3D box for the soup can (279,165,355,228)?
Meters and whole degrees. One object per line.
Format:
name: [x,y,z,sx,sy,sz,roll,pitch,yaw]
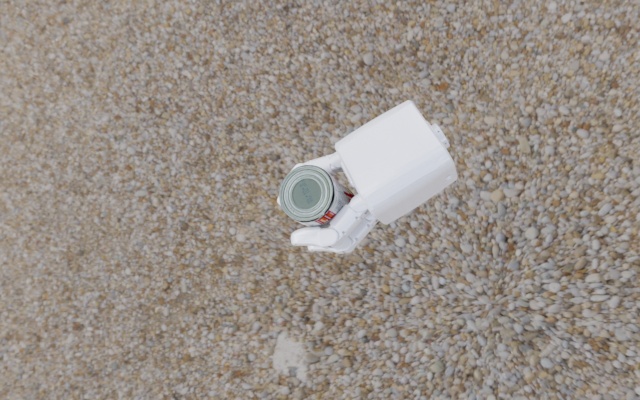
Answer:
soup can: [0.000,0.002,0.577,0.068,0.068,0.102,0,-12,19]
